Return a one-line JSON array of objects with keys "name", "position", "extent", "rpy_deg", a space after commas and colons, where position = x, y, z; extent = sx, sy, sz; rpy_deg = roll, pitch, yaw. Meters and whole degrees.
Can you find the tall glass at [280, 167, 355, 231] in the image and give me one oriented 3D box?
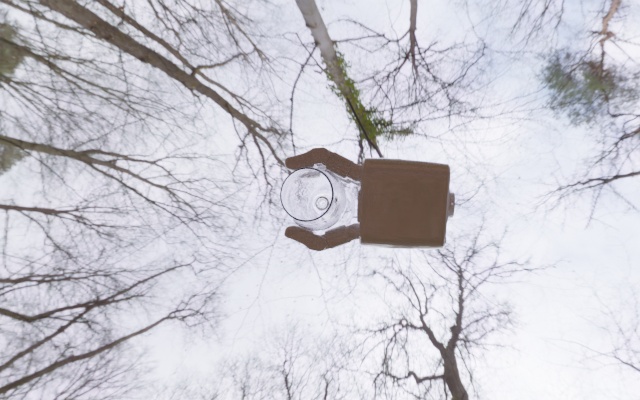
[{"name": "tall glass", "position": [0.000, 0.002, 0.632], "extent": [0.079, 0.079, 0.201], "rpy_deg": [0, -5, 10]}]
